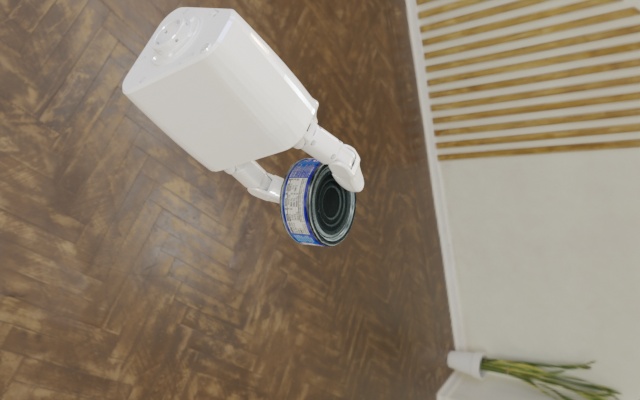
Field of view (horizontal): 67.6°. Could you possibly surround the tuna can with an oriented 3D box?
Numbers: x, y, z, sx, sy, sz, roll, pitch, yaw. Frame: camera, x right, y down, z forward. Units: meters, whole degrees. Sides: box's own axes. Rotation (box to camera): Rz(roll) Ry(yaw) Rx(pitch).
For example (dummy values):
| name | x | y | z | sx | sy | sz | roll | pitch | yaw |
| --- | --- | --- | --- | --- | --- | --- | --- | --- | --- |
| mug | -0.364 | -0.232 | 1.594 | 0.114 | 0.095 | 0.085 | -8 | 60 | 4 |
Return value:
| name | x | y | z | sx | sy | sz | roll | pitch | yaw |
| --- | --- | --- | --- | --- | --- | --- | --- | --- | --- |
| tuna can | 0.001 | 0.002 | 0.462 | 0.034 | 0.086 | 0.086 | 2 | 1 | 35 |
